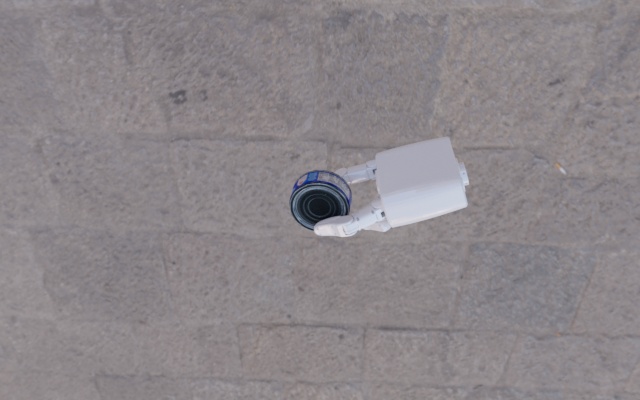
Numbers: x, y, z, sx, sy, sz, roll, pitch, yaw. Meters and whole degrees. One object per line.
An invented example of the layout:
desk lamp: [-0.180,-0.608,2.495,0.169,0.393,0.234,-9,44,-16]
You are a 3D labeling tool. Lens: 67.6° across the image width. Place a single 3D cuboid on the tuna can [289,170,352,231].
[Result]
tuna can: [0.000,0.003,0.666,0.086,0.086,0.033,0,34,9]
